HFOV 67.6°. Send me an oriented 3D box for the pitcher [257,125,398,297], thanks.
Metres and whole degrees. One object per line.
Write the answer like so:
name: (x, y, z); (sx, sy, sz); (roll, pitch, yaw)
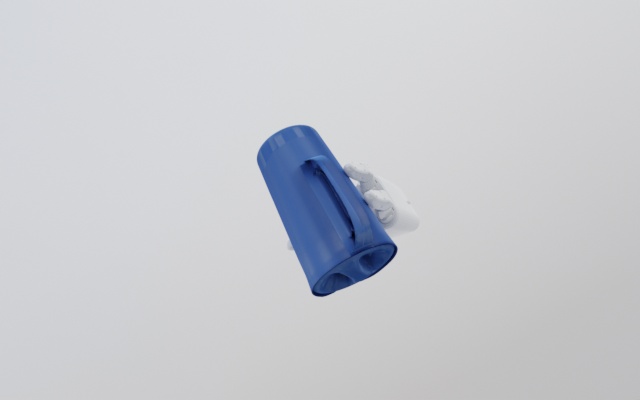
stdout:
pitcher: (0.000, 0.002, 0.694); (0.149, 0.242, 0.145); (-41, -28, 23)
